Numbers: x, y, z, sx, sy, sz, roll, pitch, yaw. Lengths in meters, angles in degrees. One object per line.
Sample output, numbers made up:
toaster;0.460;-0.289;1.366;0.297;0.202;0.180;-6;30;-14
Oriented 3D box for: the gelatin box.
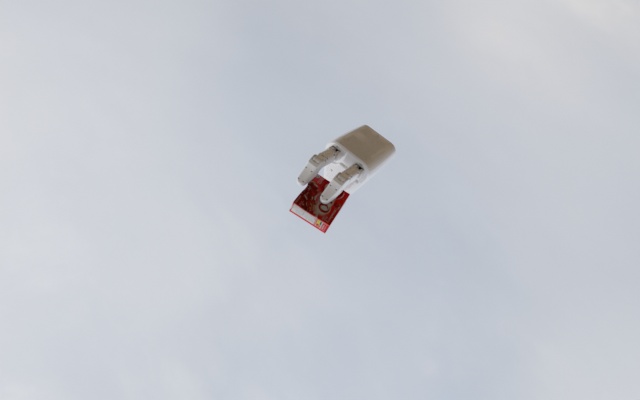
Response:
gelatin box;0.000;0.003;0.819;0.073;0.089;0.030;33;-41;4
